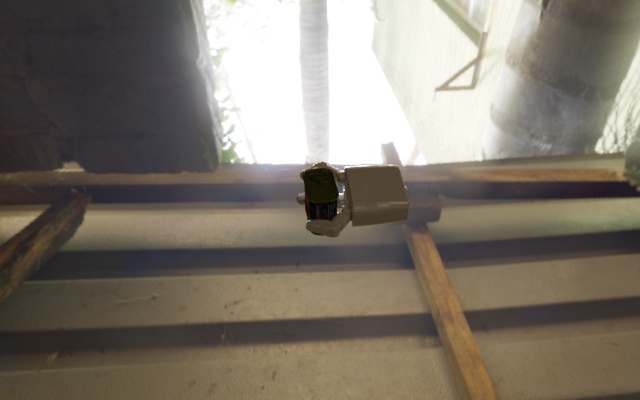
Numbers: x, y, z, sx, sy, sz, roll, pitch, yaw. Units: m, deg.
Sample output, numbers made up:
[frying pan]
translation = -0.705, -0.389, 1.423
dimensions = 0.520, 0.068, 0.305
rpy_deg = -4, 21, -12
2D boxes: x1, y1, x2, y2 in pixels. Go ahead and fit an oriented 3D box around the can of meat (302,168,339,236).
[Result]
[can of meat]
translation = 0.000, 0.003, 0.883
dimensions = 0.057, 0.084, 0.102
rpy_deg = -6, 39, -6
